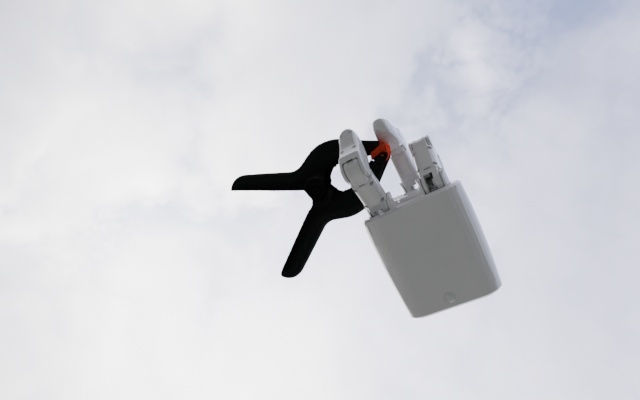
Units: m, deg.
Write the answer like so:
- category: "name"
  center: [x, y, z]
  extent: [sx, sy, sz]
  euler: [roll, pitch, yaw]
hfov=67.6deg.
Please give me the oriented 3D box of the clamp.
- category: "clamp"
  center: [0.000, 0.001, 0.486]
  extent: [0.171, 0.120, 0.039]
  euler: [-24, 2, 19]
